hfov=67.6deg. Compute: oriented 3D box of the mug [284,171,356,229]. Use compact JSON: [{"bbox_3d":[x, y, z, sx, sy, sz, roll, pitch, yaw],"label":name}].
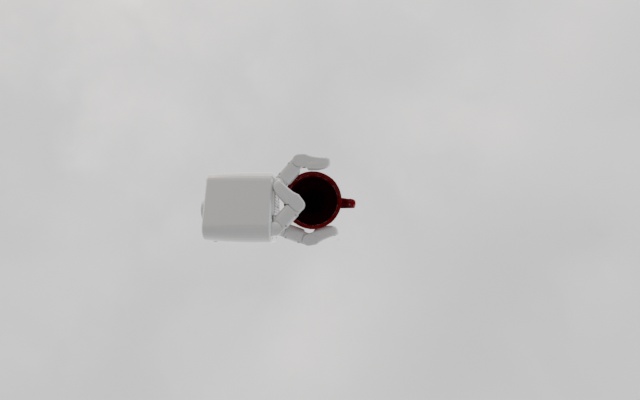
[{"bbox_3d":[0.002,0.003,0.800,0.117,0.093,0.081,0,-5,1],"label":"mug"}]
